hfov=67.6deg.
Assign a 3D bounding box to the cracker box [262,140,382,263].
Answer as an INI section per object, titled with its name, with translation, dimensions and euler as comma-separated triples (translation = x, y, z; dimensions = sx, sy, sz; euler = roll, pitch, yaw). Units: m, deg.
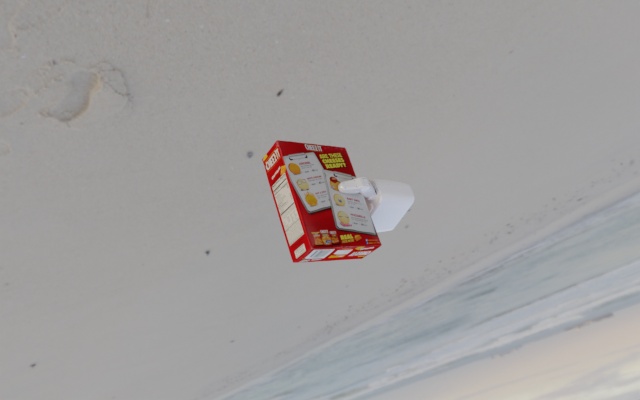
[cracker box]
translation = 0.000, 0.003, 0.866
dimensions = 0.164, 0.213, 0.072
euler = 1, -31, -39
